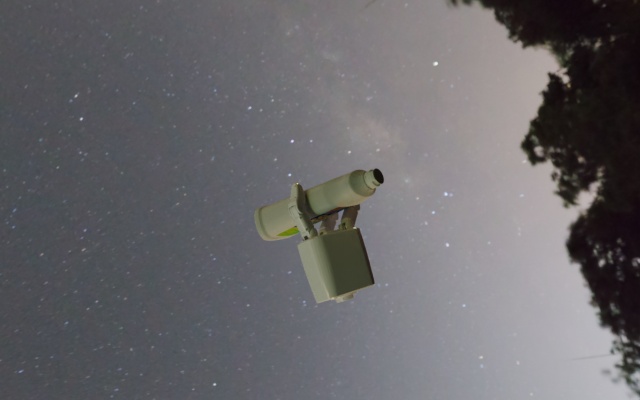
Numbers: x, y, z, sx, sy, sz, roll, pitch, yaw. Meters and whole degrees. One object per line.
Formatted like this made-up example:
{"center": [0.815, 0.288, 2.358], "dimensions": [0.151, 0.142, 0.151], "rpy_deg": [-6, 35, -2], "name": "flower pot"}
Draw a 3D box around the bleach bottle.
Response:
{"center": [0.000, 0.003, 0.850], "dimensions": [0.251, 0.068, 0.102], "rpy_deg": [-25, -13, 38], "name": "bleach bottle"}
